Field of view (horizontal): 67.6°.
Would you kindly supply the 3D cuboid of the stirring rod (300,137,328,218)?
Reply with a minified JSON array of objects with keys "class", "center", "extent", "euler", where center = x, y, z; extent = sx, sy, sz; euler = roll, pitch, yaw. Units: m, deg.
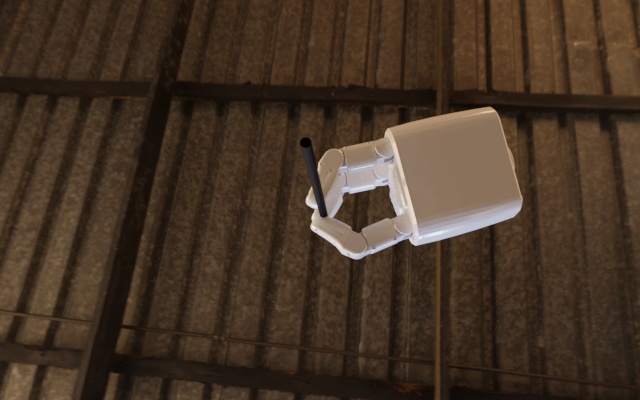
[{"class":"stirring rod","center":[0.000,0.001,0.435],"extent":[0.011,0.011,0.240],"euler":[0,-20,5]}]
